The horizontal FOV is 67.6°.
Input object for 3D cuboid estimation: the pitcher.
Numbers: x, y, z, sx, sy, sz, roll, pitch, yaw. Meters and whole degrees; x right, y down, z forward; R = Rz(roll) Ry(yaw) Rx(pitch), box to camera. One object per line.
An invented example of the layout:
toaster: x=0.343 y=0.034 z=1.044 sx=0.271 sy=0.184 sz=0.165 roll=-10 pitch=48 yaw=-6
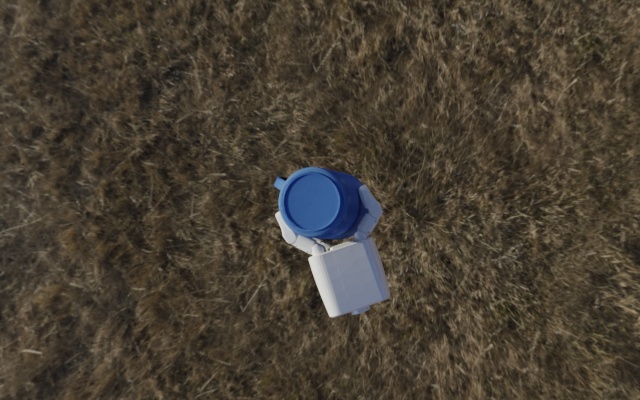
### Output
pitcher: x=0.000 y=0.003 z=0.830 sx=0.149 sy=0.145 sz=0.243 roll=-19 pitch=-6 yaw=10
